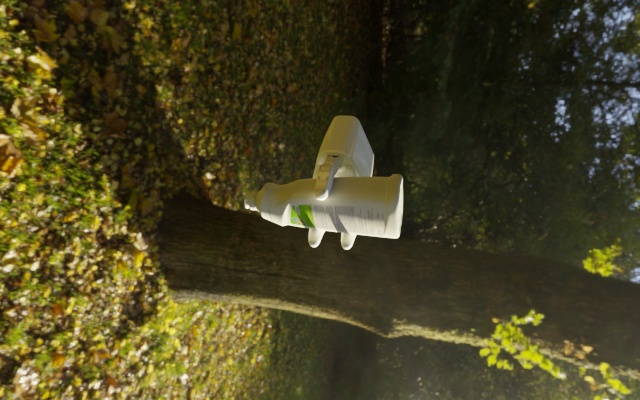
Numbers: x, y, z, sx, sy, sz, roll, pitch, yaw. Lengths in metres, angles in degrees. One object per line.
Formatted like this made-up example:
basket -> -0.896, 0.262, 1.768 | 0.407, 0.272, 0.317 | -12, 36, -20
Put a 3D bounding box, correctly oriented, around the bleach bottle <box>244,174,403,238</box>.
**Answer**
bleach bottle -> 0.000, 0.003, 0.750 | 0.251, 0.103, 0.068 | 4, 46, 14
